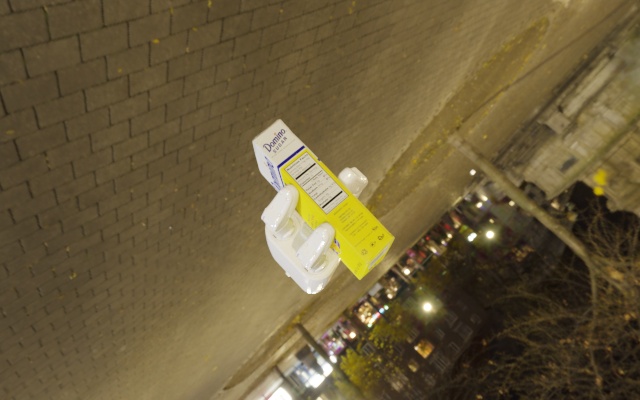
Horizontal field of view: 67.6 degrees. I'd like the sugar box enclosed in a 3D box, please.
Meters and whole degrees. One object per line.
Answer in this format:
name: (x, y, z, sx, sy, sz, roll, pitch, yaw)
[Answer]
sugar box: (0.000, 0.002, 0.520, 0.048, 0.176, 0.093, -43, -14, -14)
